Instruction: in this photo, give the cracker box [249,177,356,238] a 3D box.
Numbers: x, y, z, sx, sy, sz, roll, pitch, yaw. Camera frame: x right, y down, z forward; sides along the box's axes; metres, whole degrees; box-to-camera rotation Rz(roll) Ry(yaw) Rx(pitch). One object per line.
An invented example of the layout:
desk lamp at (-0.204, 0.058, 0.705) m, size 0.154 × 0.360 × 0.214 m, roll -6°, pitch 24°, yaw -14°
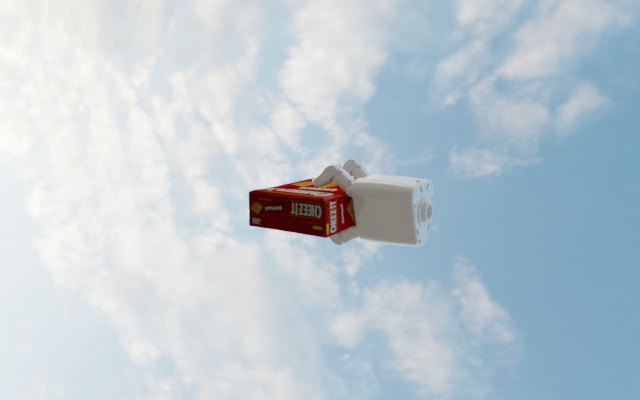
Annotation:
cracker box at (0.000, 0.003, 0.869) m, size 0.164 × 0.072 × 0.213 m, roll 6°, pitch 12°, yaw 33°
